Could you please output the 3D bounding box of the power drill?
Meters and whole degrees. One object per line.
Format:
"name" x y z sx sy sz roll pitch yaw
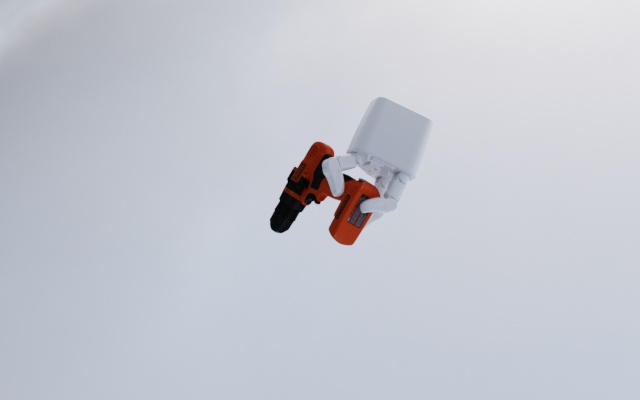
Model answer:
"power drill" 0.001 0.003 0.812 0.057 0.184 0.187 26 6 -42
